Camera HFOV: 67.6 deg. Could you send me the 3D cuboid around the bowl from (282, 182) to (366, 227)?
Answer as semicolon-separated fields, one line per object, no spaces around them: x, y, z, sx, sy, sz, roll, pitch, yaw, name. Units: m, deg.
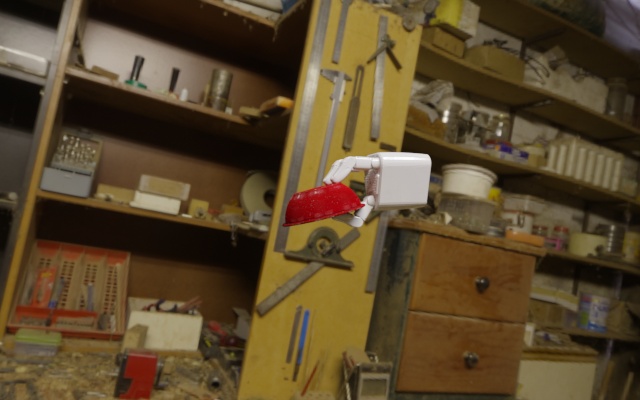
-0.001;0.003;0.894;0.162;0.055;0.162;-14;3;1;bowl
